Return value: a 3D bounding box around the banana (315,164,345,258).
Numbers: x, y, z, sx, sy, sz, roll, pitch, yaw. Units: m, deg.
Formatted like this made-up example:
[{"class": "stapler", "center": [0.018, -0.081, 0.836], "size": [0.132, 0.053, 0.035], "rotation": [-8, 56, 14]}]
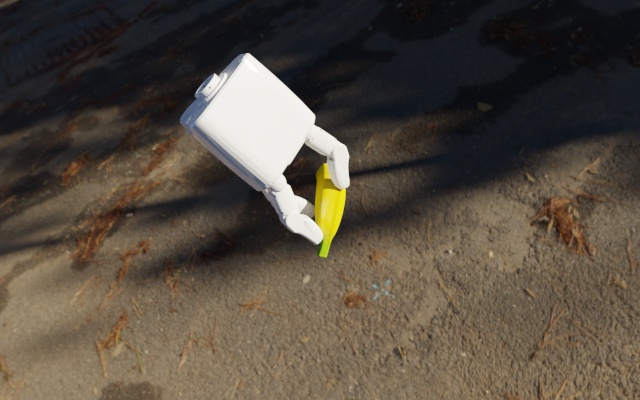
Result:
[{"class": "banana", "center": [0.008, -0.010, 0.650], "size": [0.037, 0.070, 0.197], "rotation": [23, 30, -11]}]
